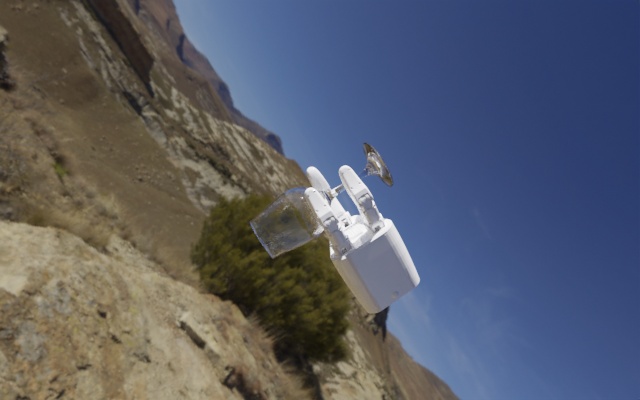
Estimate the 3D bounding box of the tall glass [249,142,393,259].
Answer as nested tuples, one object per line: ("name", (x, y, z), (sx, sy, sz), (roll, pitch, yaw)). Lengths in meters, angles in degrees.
("tall glass", (0.001, 0.002, 0.676), (0.201, 0.079, 0.079), (-33, 4, -6))
